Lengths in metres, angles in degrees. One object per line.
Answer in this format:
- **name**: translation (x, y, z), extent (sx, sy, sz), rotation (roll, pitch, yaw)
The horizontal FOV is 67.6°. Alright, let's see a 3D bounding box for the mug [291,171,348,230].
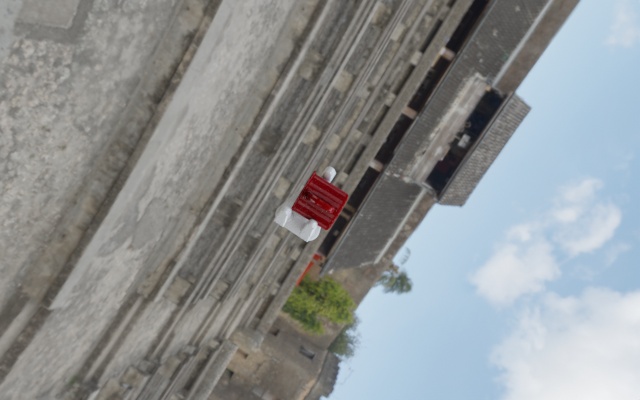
- **mug**: translation (0.000, 0.003, 0.897), extent (0.081, 0.093, 0.117), rotation (32, -1, 0)
